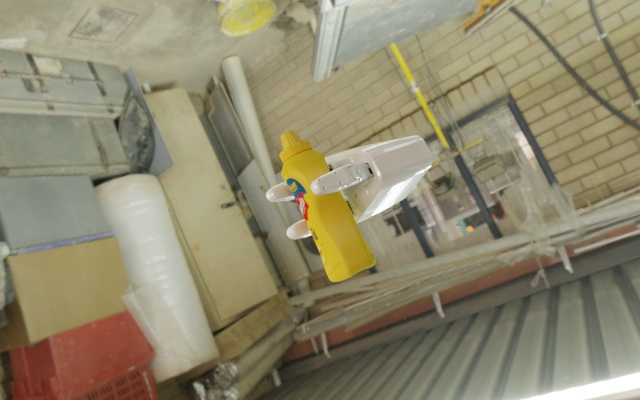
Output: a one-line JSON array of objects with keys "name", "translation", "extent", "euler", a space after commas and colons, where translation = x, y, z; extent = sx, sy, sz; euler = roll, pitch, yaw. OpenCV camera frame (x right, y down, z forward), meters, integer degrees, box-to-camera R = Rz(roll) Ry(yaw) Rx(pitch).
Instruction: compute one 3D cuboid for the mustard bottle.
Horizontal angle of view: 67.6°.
[{"name": "mustard bottle", "translation": [0.000, 0.002, 0.584], "extent": [0.058, 0.191, 0.096], "euler": [-24, -6, -10]}]
